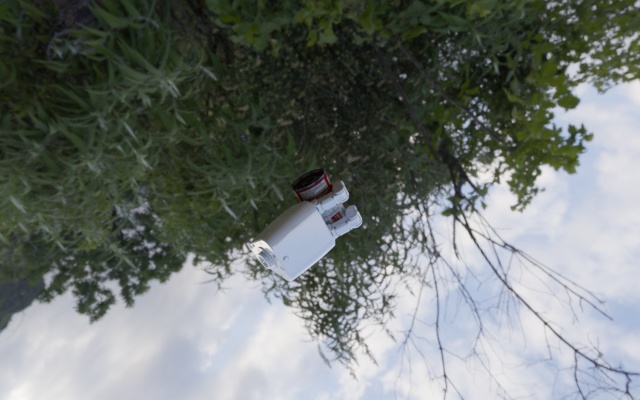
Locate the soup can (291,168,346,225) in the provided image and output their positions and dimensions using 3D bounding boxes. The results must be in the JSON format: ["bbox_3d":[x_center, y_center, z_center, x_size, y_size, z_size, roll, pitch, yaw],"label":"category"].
[{"bbox_3d":[0.001,0.003,0.865,0.068,0.102,0.068,-25,22,11],"label":"soup can"}]
